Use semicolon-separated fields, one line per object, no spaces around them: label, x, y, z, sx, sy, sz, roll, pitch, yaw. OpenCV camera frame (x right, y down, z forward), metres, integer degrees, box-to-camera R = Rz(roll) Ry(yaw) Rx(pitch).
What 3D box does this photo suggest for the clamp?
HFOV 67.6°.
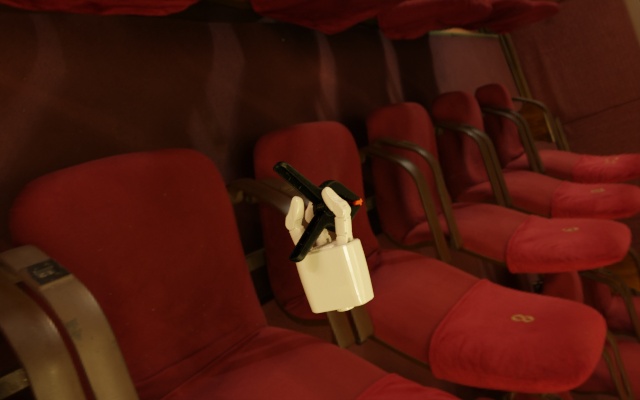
clamp;0.001;0.003;0.834;0.036;0.164;0.210;-11;4;39
